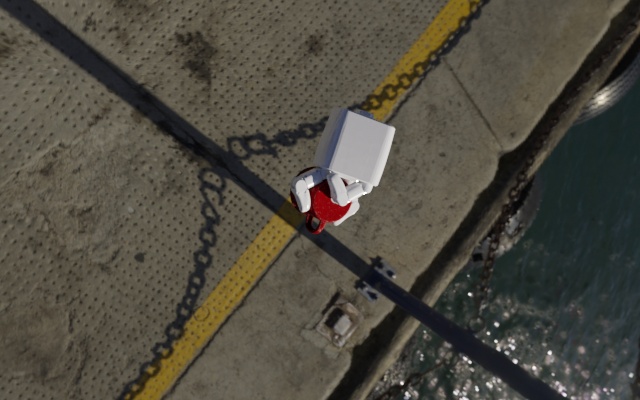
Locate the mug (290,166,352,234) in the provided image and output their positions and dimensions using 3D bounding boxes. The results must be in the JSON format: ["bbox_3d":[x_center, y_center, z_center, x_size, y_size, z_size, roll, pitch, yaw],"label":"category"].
[{"bbox_3d":[0.000,0.004,0.854,0.093,0.117,0.081,15,6,-30],"label":"mug"}]
